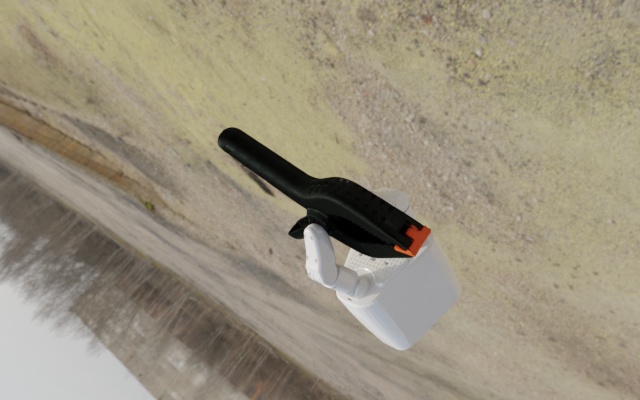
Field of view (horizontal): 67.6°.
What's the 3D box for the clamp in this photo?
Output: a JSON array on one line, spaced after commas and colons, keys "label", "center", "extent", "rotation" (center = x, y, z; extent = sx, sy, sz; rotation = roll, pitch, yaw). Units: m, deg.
[{"label": "clamp", "center": [0.000, 0.002, 0.437], "extent": [0.210, 0.036, 0.165], "rotation": [14, -29, 47]}]
